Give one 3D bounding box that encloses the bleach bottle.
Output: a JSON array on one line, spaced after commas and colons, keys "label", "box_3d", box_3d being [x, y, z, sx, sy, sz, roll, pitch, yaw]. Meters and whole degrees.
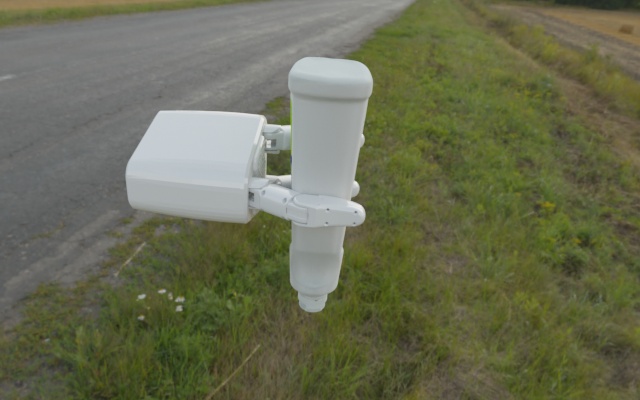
[{"label": "bleach bottle", "box_3d": [0.000, 0.001, 0.450, 0.068, 0.251, 0.102, 5, 25, 0]}]
